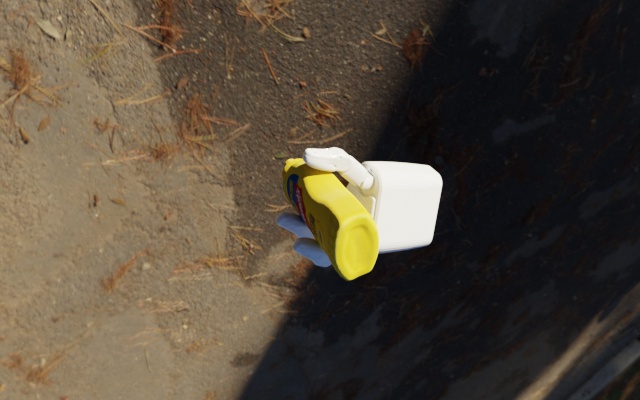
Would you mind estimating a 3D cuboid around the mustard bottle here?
[{"bbox_3d":[0.000,0.002,0.579,0.058,0.096,0.191,-23,41,-14],"label":"mustard bottle"}]
